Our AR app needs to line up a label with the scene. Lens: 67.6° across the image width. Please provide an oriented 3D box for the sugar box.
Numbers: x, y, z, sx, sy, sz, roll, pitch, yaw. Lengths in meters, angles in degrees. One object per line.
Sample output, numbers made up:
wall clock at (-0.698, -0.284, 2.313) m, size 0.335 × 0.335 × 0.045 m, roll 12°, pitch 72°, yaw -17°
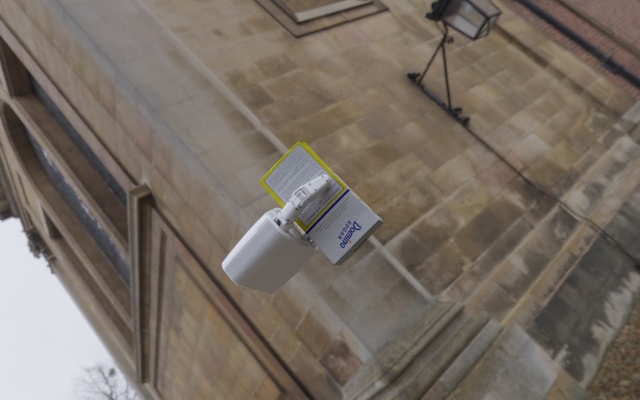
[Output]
sugar box at (0.000, 0.002, 0.710) m, size 0.176 × 0.093 × 0.048 m, roll 47°, pitch 7°, yaw 17°
